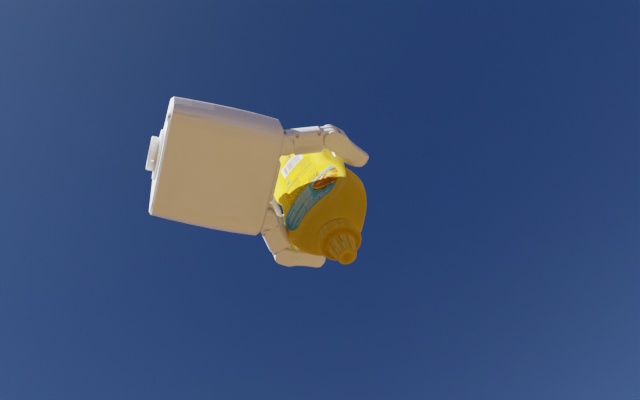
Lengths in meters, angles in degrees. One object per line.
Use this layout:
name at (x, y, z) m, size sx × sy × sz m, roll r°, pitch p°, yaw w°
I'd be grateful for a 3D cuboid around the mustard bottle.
mustard bottle at (0.000, 0.002, 0.505) m, size 0.058 × 0.096 × 0.191 m, roll 35°, pitch 16°, yaw -31°
